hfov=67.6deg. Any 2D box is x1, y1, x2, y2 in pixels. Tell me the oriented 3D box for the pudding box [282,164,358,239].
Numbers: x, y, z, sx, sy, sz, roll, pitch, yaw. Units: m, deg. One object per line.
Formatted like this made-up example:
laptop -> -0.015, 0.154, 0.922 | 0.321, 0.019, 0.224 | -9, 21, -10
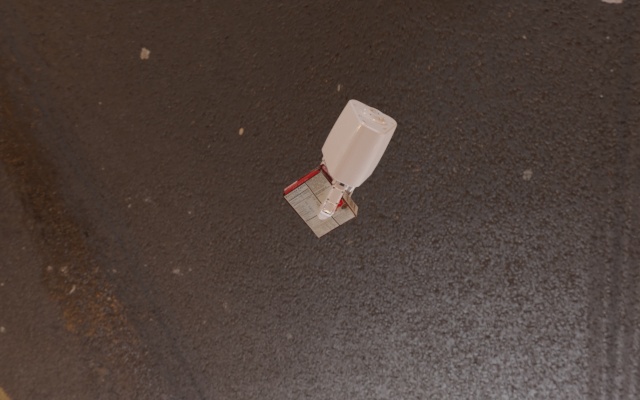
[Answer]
pudding box -> 0.000, 0.003, 0.865 | 0.090, 0.113, 0.039 | -32, 18, 20
